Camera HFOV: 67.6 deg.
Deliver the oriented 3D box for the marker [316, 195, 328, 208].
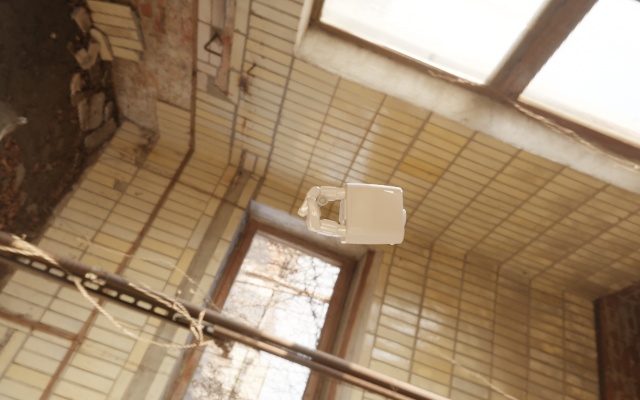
[{"bbox_3d":[0.000,0.003,0.885,0.020,0.020,0.121,0,-4,-4],"label":"marker"}]
